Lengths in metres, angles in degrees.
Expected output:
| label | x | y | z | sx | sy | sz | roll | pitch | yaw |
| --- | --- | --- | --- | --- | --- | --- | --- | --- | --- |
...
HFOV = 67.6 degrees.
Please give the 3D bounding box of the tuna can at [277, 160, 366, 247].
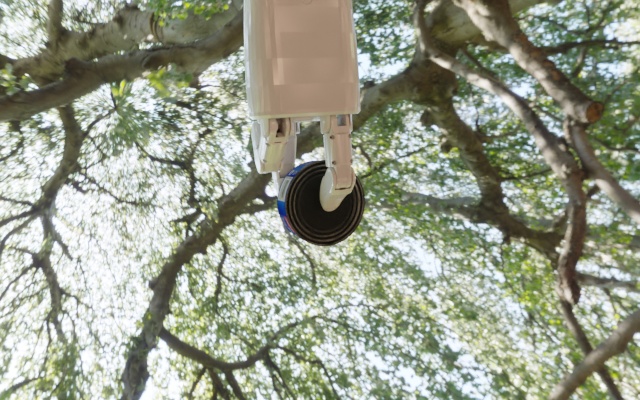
| label | x | y | z | sx | sy | sz | roll | pitch | yaw |
| --- | --- | --- | --- | --- | --- | --- | --- | --- | --- |
| tuna can | 0.000 | 0.002 | 0.486 | 0.086 | 0.086 | 0.034 | 0 | 5 | -23 |
